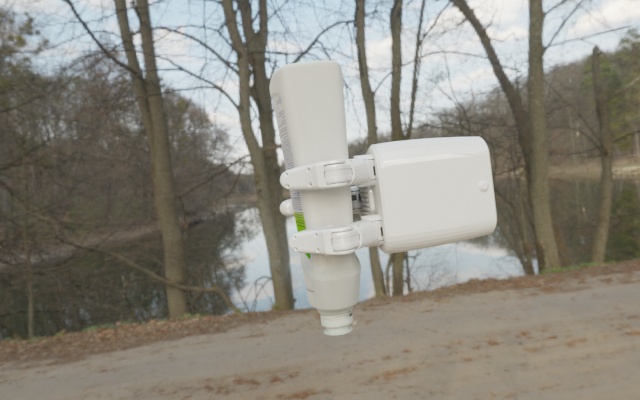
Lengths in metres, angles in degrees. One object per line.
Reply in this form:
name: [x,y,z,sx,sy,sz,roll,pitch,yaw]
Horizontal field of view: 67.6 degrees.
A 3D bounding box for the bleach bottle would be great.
bleach bottle: [0.000,0.001,0.465,0.068,0.251,0.102,-8,2,-8]
